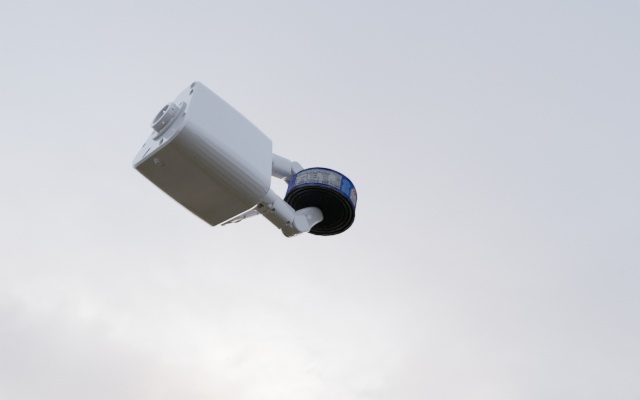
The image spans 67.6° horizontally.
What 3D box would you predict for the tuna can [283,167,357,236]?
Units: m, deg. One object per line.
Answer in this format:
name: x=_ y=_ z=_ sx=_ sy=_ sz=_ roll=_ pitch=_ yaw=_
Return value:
tuna can: x=0.000 y=0.001 z=0.560 sx=0.086 sy=0.033 sz=0.086 roll=7 pitch=-43 yaw=6
